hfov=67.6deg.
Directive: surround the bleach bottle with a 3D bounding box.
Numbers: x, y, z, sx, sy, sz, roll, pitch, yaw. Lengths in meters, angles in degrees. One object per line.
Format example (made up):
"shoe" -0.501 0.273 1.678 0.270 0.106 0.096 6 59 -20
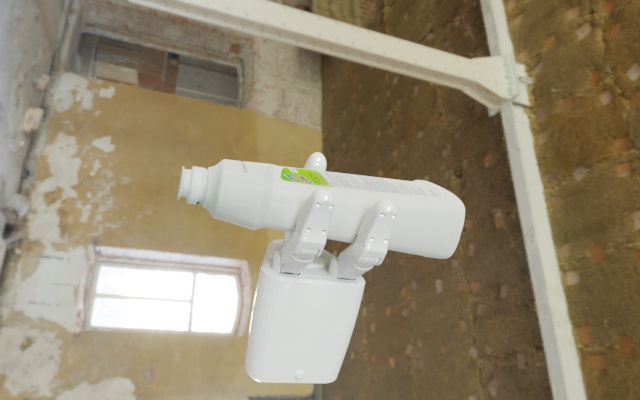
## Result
"bleach bottle" 0.000 0.001 0.438 0.251 0.068 0.102 9 11 -19
